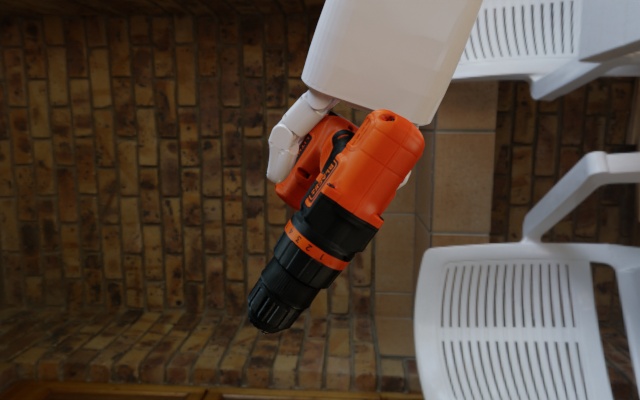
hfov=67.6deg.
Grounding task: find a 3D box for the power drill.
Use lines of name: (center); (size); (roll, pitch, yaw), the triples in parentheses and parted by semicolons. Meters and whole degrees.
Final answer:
power drill: (0.000, 0.001, 0.405); (0.057, 0.184, 0.187); (34, 10, -16)
